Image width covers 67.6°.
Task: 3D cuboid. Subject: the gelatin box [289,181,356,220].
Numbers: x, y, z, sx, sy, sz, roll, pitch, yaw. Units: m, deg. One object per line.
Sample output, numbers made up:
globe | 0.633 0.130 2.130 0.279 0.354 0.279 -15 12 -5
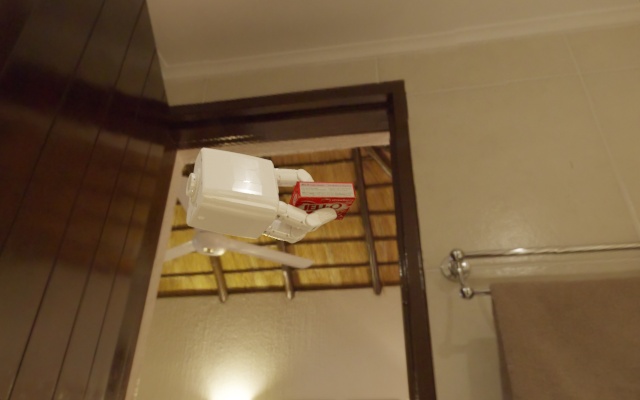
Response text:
gelatin box | 0.000 0.002 0.718 0.089 0.030 0.073 0 -29 -16
